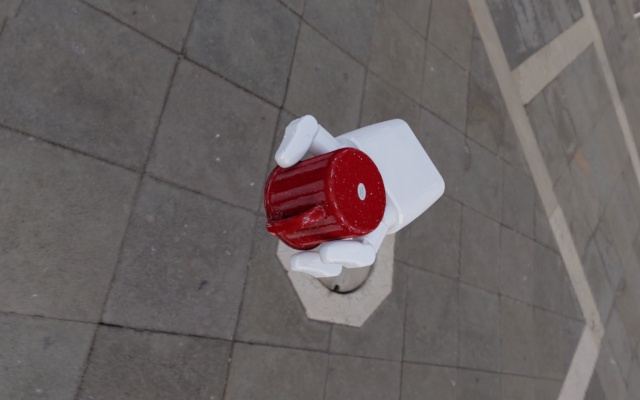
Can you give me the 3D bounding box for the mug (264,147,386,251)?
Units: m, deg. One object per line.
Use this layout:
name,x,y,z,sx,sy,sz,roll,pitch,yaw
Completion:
mug,-0.001,0.002,0.442,0.081,0.093,0.117,-14,10,44
